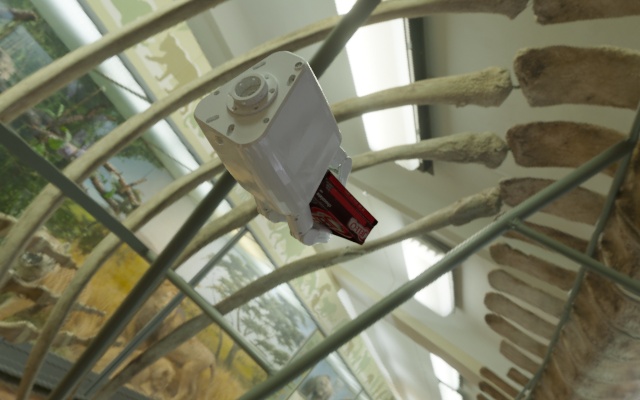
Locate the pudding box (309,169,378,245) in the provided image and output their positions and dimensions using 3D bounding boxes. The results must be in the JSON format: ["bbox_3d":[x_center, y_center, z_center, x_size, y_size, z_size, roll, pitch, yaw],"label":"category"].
[{"bbox_3d":[0.000,0.002,0.543,0.090,0.039,0.113,46,-13,-27],"label":"pudding box"}]
